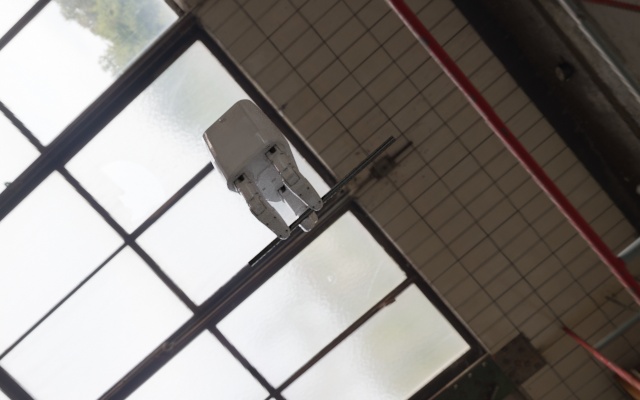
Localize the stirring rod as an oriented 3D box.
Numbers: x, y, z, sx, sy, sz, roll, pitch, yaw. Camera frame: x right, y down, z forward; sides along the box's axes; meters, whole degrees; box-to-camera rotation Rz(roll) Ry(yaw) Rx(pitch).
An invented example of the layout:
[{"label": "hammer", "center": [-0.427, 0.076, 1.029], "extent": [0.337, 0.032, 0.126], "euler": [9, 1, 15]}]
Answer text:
[{"label": "stirring rod", "center": [0.000, 0.002, 0.597], "extent": [0.239, 0.011, 0.011], "euler": [-41, -5, 5]}]
